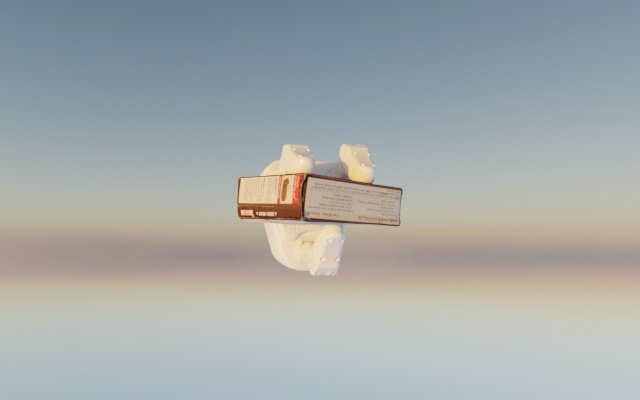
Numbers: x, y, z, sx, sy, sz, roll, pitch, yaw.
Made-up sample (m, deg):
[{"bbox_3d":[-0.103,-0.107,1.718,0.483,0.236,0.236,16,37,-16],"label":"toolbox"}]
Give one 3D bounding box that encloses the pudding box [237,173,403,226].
[{"bbox_3d":[0.000,0.001,0.404,0.113,0.039,0.090,4,-3,-42],"label":"pudding box"}]
